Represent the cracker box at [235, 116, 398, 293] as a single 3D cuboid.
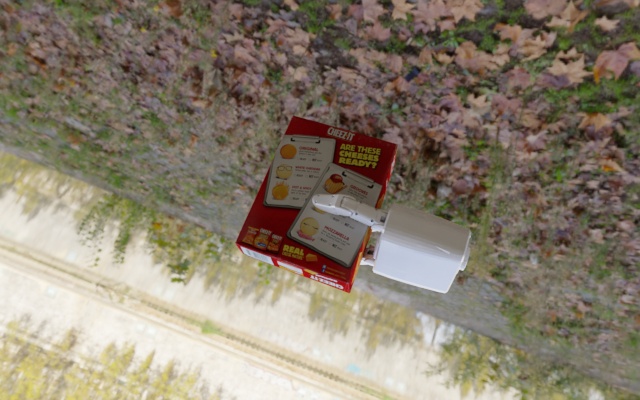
[{"bbox_3d":[0.000,0.002,0.682,0.164,0.213,0.072,17,-21,11],"label":"cracker box"}]
